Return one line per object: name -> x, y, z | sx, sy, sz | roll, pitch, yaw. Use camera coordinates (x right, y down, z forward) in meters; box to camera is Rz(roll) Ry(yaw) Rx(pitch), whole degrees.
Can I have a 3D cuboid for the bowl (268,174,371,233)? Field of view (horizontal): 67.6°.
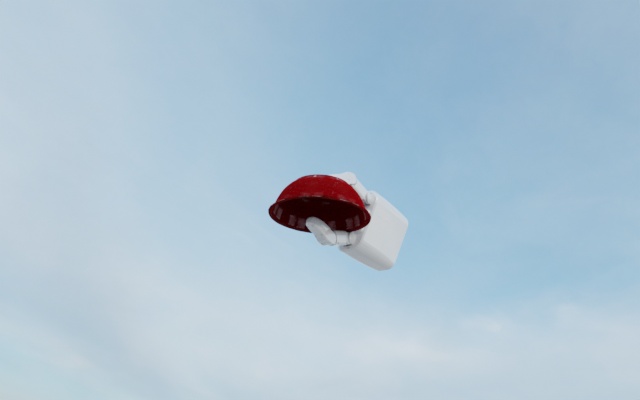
bowl -> 0.000, 0.002, 0.756 | 0.162, 0.055, 0.162 | 3, -22, 1
